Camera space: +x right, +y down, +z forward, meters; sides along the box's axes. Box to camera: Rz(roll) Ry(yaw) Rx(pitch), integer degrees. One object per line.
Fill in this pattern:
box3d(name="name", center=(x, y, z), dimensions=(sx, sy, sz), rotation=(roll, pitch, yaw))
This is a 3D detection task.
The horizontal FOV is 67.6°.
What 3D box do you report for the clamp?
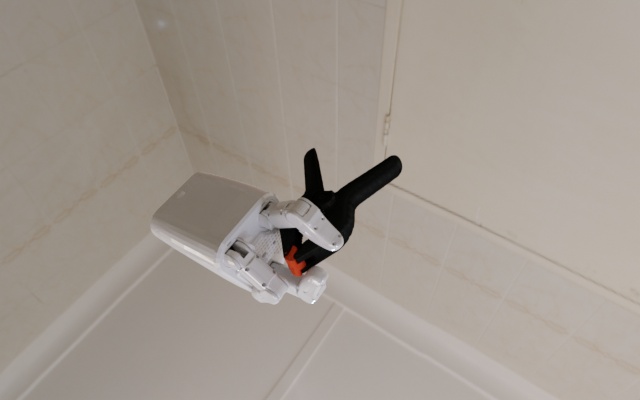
box3d(name="clamp", center=(0.000, 0.002, 0.516), dimensions=(0.120, 0.039, 0.171), rotation=(12, 50, 39))
